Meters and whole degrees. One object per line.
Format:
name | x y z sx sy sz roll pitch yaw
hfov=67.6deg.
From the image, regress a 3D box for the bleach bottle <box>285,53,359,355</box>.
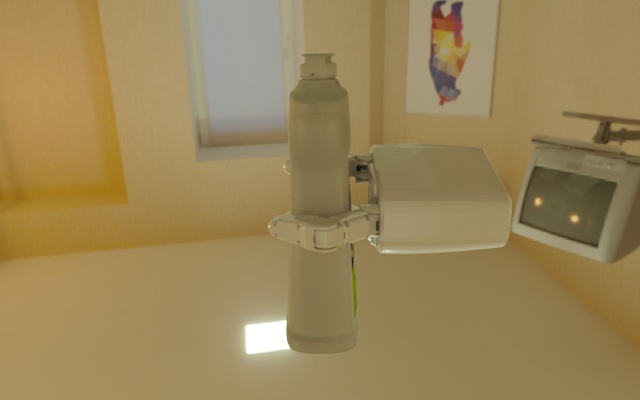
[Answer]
bleach bottle | 0.000 0.001 0.423 0.068 0.251 0.102 0 18 2
